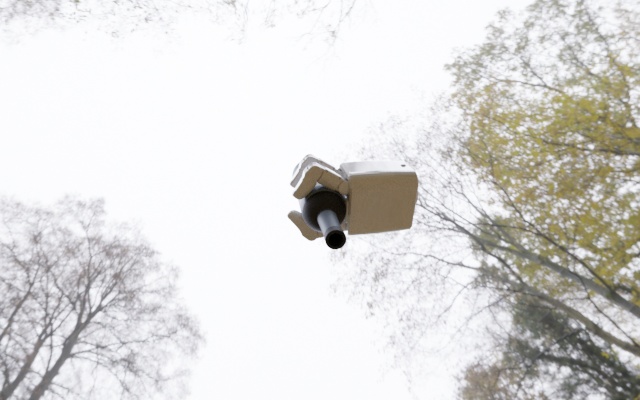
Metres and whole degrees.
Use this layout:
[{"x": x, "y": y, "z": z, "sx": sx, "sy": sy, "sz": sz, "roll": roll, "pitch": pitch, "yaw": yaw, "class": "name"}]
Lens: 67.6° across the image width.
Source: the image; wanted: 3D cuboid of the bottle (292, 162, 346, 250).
[{"x": 0.000, "y": 0.002, "z": 0.740, "sx": 0.069, "sy": 0.069, "sz": 0.295, "roll": 0, "pitch": 19, "yaw": -8, "class": "bottle"}]
